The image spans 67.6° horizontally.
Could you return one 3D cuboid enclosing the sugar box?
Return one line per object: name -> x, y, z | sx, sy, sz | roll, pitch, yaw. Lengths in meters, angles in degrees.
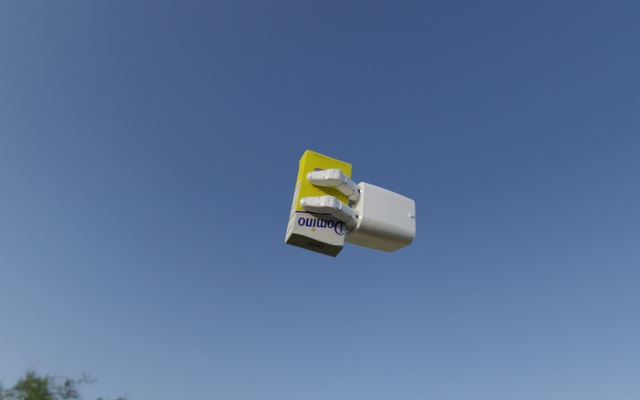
sugar box -> 0.000, 0.002, 0.826 | 0.093, 0.176, 0.048 | 17, -38, -13
